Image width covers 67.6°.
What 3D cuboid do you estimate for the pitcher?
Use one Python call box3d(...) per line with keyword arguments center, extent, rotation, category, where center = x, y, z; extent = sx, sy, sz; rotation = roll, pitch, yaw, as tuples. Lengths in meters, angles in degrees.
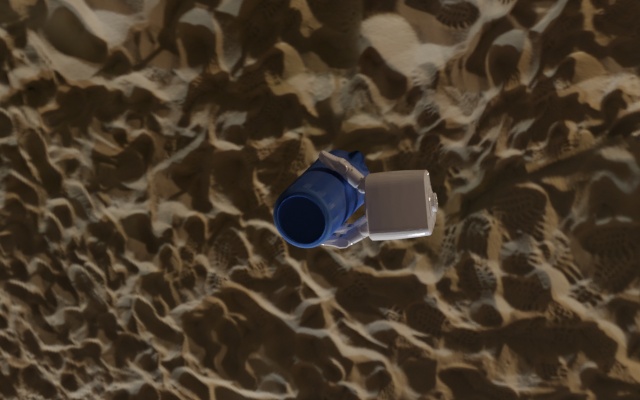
box3d(center=(0.000, 0.003, 0.898), extent=(0.145, 0.149, 0.242), rotation=(-2, 17, 20), category="pitcher")
